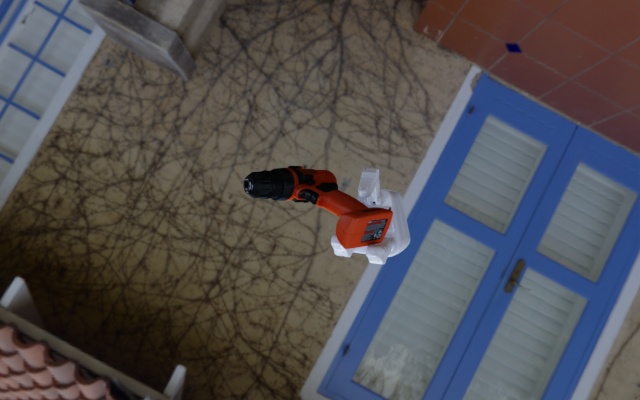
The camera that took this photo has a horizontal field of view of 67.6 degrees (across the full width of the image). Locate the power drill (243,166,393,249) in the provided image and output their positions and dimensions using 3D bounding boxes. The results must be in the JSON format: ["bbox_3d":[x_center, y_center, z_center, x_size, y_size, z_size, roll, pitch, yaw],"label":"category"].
[{"bbox_3d":[0.001,0.003,0.719,0.184,0.057,0.187,-6,32,-46],"label":"power drill"}]
